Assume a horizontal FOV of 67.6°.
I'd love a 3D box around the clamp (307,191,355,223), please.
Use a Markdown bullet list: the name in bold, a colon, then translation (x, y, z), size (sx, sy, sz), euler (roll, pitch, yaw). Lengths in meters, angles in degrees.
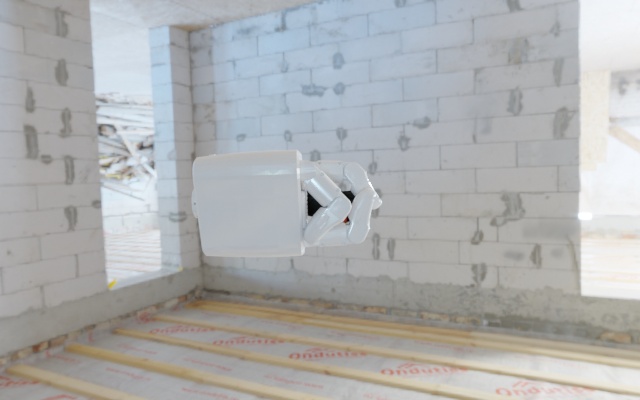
- **clamp**: translation (0.000, 0.003, 0.594), size (0.120, 0.039, 0.171), euler (-2, 3, 0)
